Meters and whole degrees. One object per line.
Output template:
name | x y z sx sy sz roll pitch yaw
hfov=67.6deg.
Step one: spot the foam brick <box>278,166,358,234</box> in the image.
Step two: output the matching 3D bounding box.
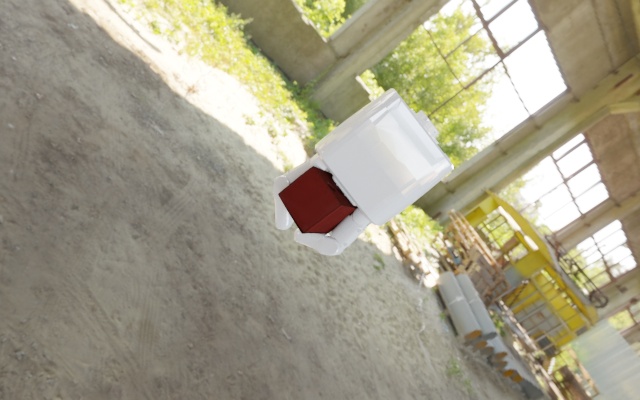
foam brick | 0.000 0.002 0.522 0.051 0.053 0.078 -37 -15 14
